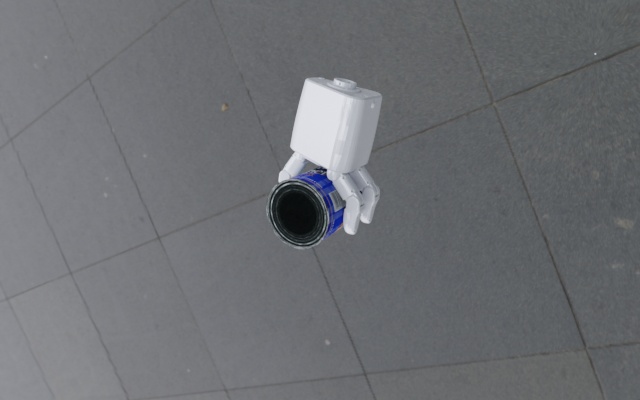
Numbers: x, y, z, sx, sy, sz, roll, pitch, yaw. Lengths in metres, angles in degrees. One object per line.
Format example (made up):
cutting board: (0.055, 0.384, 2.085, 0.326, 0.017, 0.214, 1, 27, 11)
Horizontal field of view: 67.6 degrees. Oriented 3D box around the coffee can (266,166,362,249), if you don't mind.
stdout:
coffee can: (0.000, 0.002, 0.723, 0.103, 0.103, 0.140, 0, 15, 30)
